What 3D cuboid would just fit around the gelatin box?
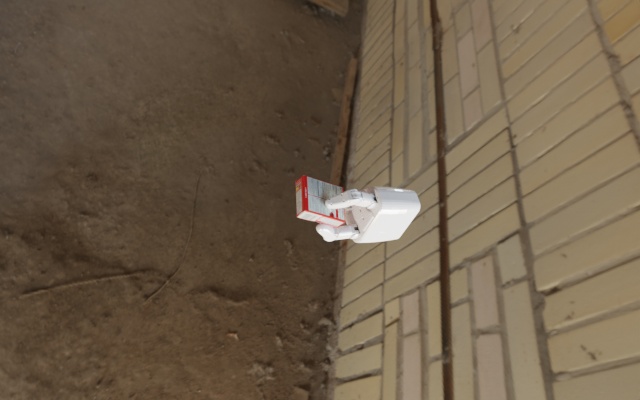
[{"bbox_3d":[0.000,0.002,0.843,0.089,0.073,0.030,17,-35,-31],"label":"gelatin box"}]
